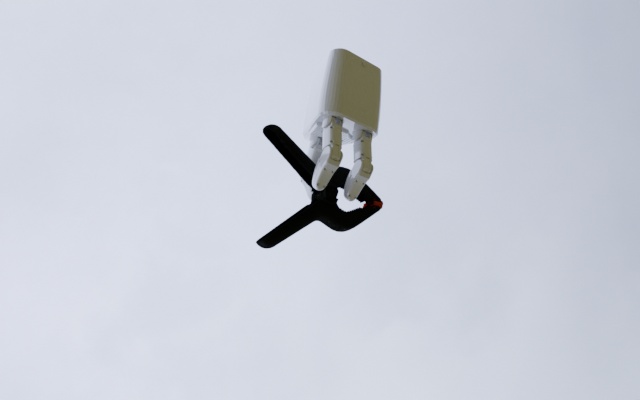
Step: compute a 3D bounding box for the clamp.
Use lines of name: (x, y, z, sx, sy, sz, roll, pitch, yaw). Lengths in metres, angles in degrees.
clamp: (0.000, 0.002, 0.666, 0.210, 0.164, 0.036, 19, -18, -33)
